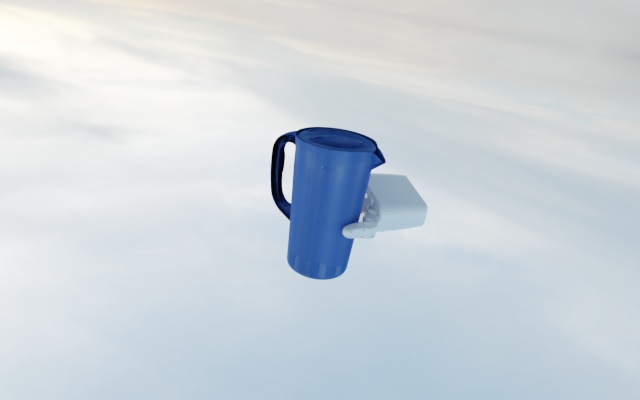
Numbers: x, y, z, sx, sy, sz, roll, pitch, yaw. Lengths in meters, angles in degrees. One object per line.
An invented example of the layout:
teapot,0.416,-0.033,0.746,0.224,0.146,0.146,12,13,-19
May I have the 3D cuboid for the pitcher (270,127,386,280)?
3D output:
pitcher,0.000,0.003,0.802,0.145,0.243,0.149,-3,26,-27
